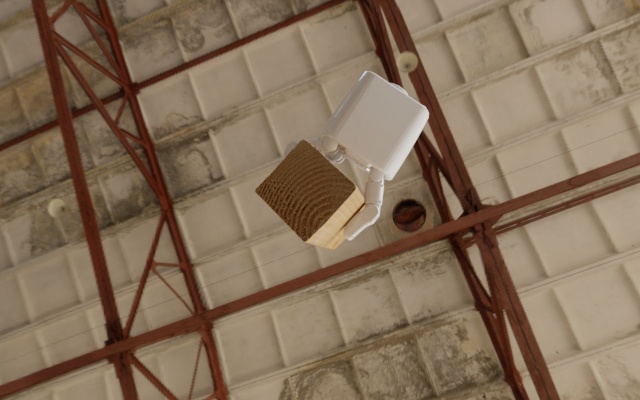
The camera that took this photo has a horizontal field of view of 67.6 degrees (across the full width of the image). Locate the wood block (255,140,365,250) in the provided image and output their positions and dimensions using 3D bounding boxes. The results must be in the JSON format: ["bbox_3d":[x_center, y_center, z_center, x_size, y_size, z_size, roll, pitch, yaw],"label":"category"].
[{"bbox_3d":[0.001,0.002,0.652,0.091,0.090,0.206,44,1,14],"label":"wood block"}]
